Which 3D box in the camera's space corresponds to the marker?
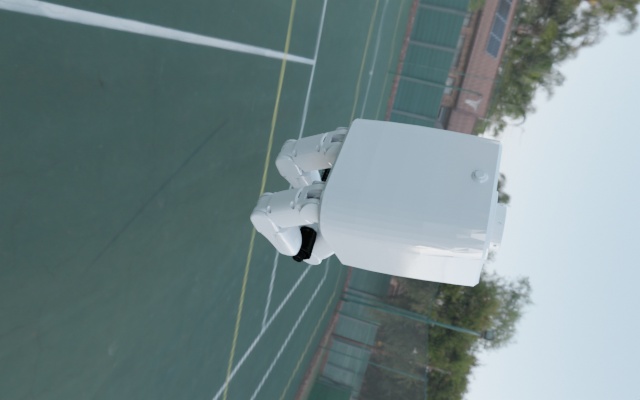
[{"bbox_3d":[0.000,0.001,0.422,0.020,0.121,0.020,15,-34,10],"label":"marker"}]
